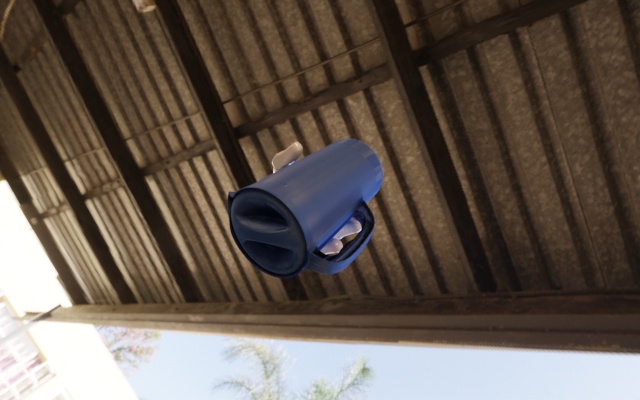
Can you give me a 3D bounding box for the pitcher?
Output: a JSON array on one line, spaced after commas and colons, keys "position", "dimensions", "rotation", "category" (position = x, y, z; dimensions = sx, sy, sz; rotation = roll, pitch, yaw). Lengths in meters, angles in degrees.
[{"position": [0.000, 0.002, 0.695], "dimensions": [0.145, 0.149, 0.242], "rotation": [-15, 15, 42], "category": "pitcher"}]
